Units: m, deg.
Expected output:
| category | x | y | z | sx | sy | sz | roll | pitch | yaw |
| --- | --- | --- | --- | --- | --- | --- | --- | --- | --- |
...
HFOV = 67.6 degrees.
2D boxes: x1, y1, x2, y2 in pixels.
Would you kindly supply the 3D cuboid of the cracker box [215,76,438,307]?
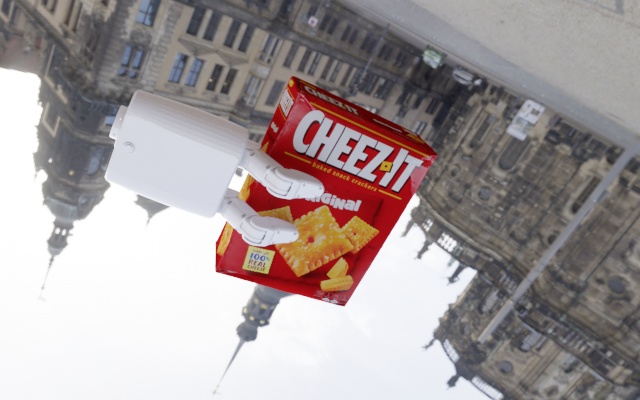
| category | x | y | z | sx | sy | sz | roll | pitch | yaw |
| --- | --- | --- | --- | --- | --- | --- | --- | --- | --- |
| cracker box | 0.000 | 0.002 | 0.520 | 0.164 | 0.214 | 0.072 | 20 | 22 | -21 |
